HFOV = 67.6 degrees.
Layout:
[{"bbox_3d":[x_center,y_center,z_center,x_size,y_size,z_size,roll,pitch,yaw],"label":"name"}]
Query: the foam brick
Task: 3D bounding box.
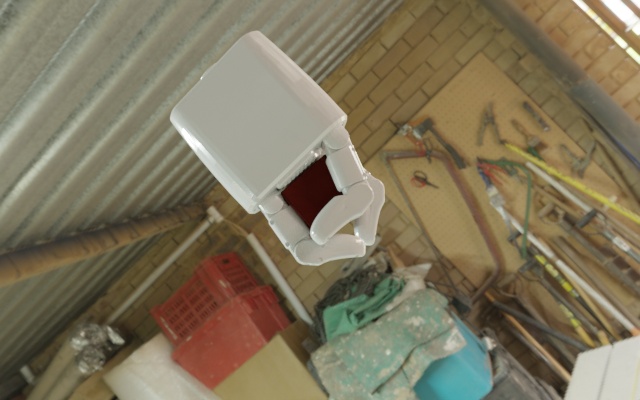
[{"bbox_3d":[0.000,0.002,0.430,0.053,0.051,0.078,-42,-4,-10],"label":"foam brick"}]
